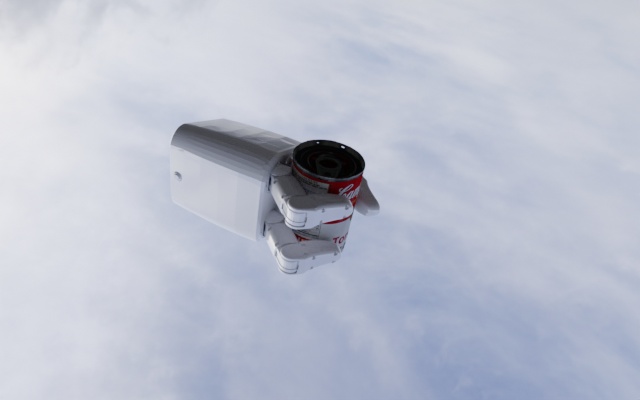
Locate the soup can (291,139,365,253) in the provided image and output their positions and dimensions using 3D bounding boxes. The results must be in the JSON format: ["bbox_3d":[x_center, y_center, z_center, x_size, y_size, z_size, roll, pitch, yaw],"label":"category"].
[{"bbox_3d":[0.001,0.002,0.466,0.068,0.102,0.068,7,35,-5],"label":"soup can"}]
